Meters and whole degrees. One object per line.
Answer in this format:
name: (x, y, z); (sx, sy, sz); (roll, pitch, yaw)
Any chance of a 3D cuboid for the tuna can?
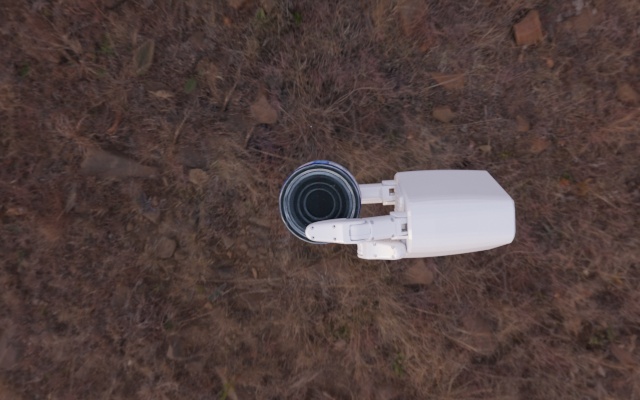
tuna can: (0.000, 0.002, 0.499); (0.086, 0.086, 0.033); (0, 9, 4)
